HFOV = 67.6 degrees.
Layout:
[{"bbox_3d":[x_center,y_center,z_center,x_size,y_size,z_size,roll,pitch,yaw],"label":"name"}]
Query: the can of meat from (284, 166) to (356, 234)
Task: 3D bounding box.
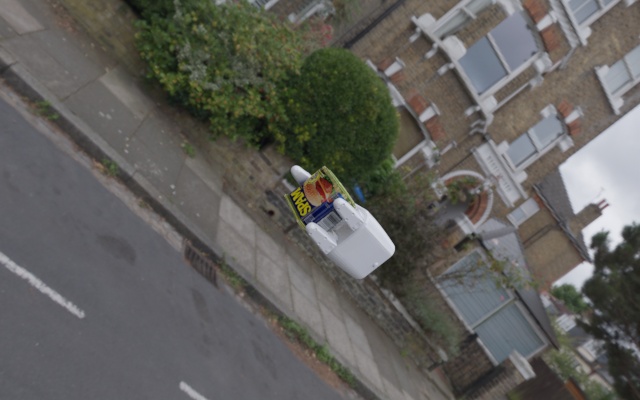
[{"bbox_3d":[0.000,0.002,0.755,0.057,0.084,0.102,47,8,-36],"label":"can of meat"}]
